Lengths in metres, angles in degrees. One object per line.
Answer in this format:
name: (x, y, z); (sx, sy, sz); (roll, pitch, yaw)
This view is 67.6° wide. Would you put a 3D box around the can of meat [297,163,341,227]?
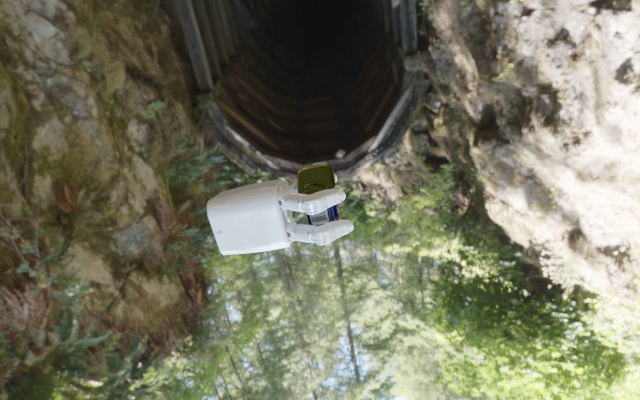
can of meat: (0.000, 0.003, 0.740); (0.057, 0.084, 0.102); (-11, 28, 2)
